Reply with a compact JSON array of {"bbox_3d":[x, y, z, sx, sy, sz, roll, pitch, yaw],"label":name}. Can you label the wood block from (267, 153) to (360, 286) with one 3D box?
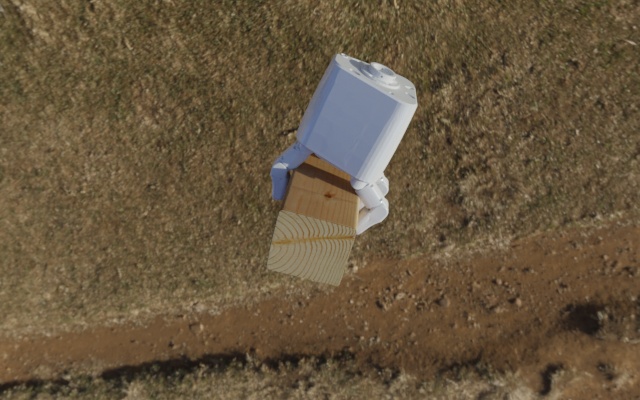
[{"bbox_3d":[0.000,0.002,0.626,0.091,0.090,0.206,15,32,-1],"label":"wood block"}]
